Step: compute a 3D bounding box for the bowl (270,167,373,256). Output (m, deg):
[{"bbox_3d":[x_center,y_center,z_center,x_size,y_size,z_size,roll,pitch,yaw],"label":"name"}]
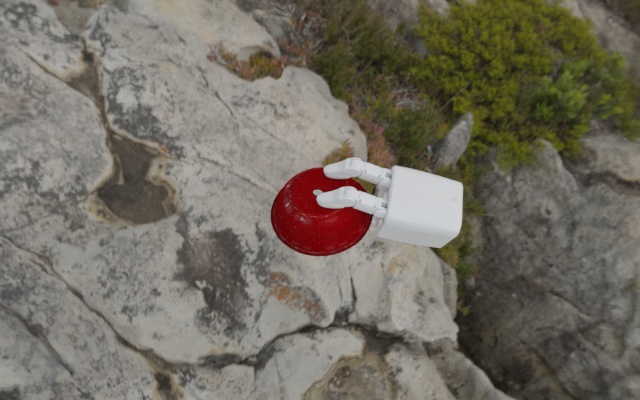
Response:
[{"bbox_3d":[-0.001,0.002,0.729,0.162,0.162,0.055,0,-36,5],"label":"bowl"}]
